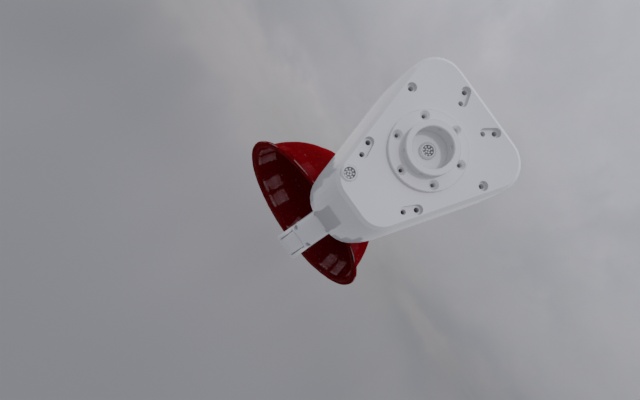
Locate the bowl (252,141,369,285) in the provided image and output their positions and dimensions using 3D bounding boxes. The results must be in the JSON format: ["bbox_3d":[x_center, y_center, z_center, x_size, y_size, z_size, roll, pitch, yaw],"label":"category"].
[{"bbox_3d":[0.000,0.001,0.471,0.055,0.162,0.162,-34,14,-21],"label":"bowl"}]
